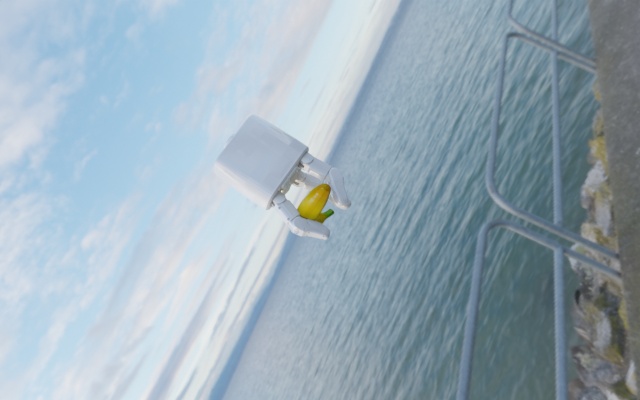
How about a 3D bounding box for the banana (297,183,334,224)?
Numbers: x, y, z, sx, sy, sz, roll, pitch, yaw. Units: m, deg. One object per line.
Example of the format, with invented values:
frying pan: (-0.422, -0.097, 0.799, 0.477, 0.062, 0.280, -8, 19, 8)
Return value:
banana: (-0.012, 0.017, 0.765, 0.037, 0.069, 0.198, 42, -7, 8)
